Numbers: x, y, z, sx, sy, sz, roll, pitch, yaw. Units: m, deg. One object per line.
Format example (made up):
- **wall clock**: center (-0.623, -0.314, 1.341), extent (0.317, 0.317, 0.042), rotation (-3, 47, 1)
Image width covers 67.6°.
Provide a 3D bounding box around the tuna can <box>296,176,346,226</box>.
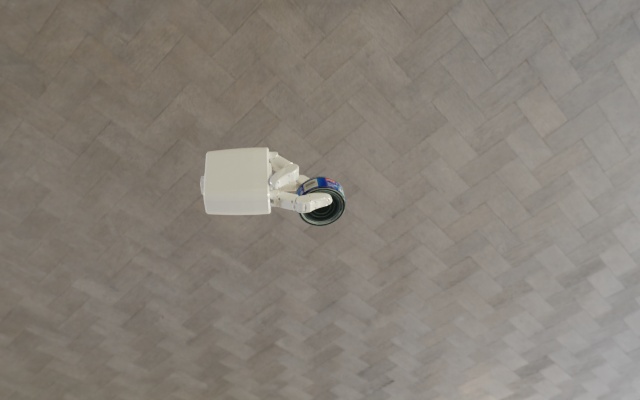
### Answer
- **tuna can**: center (0.000, 0.003, 0.820), extent (0.086, 0.086, 0.033), rotation (0, 37, -10)
